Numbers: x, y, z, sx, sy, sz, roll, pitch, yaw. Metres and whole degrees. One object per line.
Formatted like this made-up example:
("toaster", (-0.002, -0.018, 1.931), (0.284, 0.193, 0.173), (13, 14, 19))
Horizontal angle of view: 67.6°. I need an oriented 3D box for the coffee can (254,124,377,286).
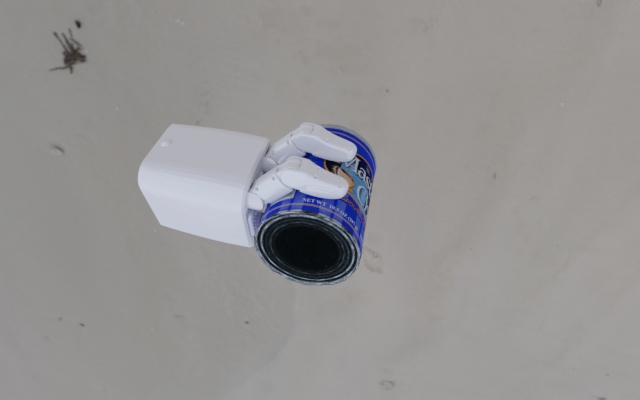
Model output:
("coffee can", (0.000, 0.002, 0.496), (0.103, 0.103, 0.140), (0, 42, 15))
